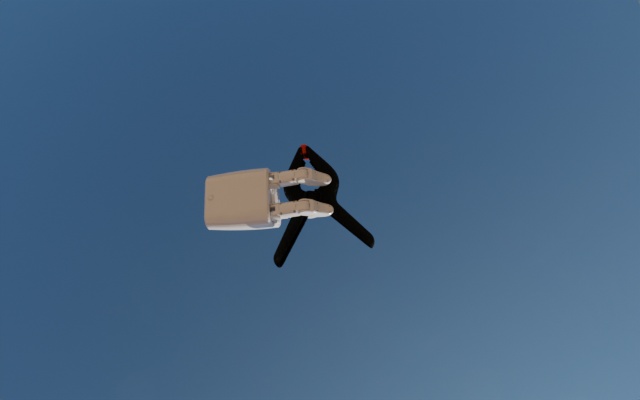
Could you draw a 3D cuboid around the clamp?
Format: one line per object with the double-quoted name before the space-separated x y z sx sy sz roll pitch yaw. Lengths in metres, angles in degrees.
"clamp" 0.000 0.002 0.799 0.164 0.210 0.036 -5 -21 4
